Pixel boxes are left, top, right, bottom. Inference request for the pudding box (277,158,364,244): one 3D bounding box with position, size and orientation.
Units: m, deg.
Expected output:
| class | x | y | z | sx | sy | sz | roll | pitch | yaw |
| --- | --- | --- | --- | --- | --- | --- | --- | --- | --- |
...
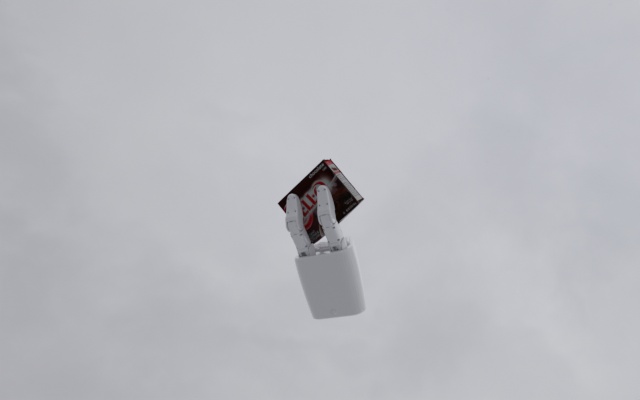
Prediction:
| class | x | y | z | sx | sy | sz | roll | pitch | yaw |
| --- | --- | --- | --- | --- | --- | --- | --- | --- | --- |
| pudding box | 0.000 | 0.003 | 0.761 | 0.113 | 0.090 | 0.039 | -43 | -7 | 21 |
